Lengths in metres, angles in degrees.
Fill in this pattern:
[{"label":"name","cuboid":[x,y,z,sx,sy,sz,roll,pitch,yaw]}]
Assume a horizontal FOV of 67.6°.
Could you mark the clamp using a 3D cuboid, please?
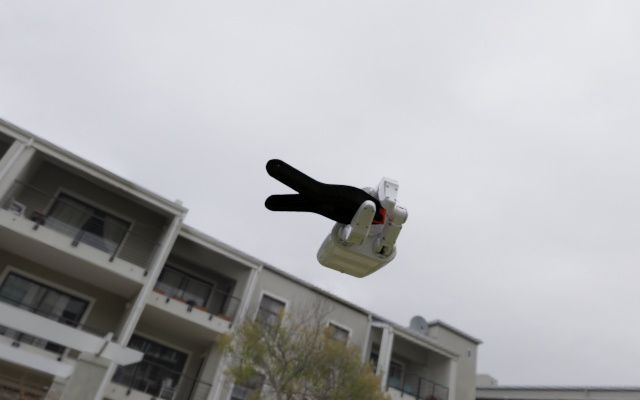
[{"label":"clamp","cuboid":[0.000,0.002,0.644,0.171,0.039,0.120,21,-21,-7]}]
